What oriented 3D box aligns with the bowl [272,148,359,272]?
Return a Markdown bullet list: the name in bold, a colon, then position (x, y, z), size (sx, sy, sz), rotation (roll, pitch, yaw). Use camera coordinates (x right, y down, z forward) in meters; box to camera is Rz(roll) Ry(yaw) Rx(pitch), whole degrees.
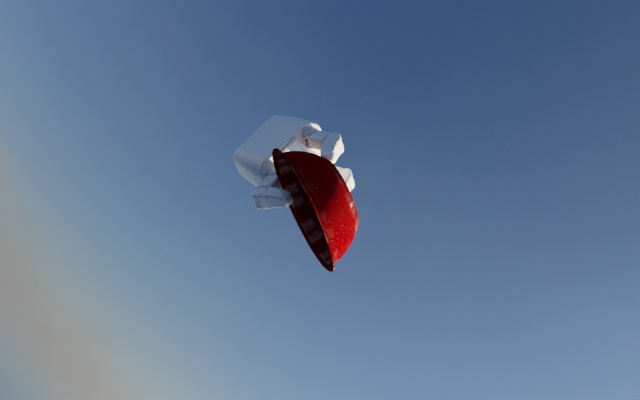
- **bowl**: position (0.001, 0.002, 0.574), size (0.055, 0.162, 0.162), rotation (-25, 5, -11)
